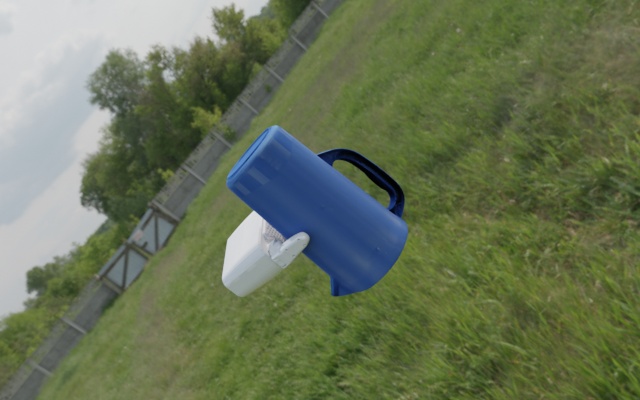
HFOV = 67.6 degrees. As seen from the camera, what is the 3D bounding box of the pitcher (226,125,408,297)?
[{"bbox_3d":[0.000,0.002,0.670,0.145,0.243,0.149,-41,18,31],"label":"pitcher"}]
